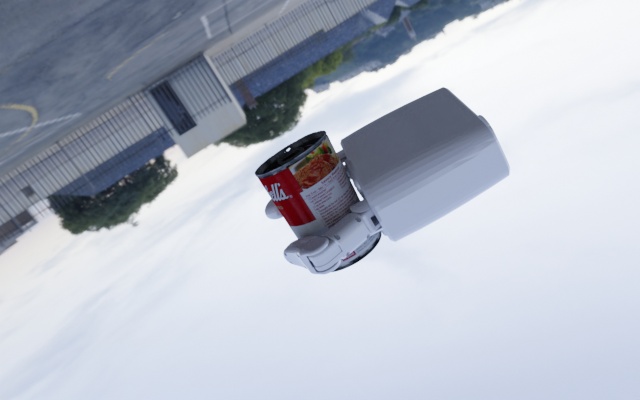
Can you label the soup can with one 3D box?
[{"bbox_3d":[0.000,0.002,0.406,0.068,0.102,0.068,-28,17,10],"label":"soup can"}]
